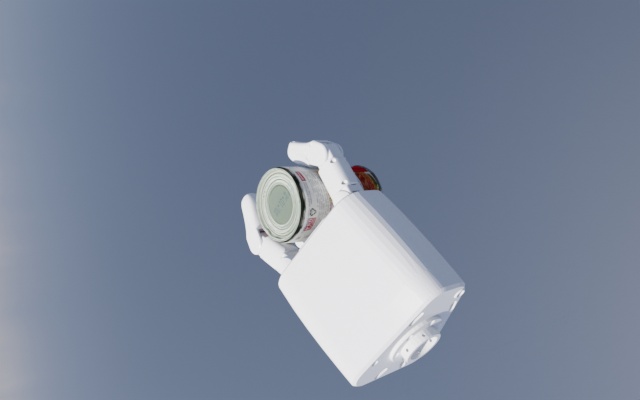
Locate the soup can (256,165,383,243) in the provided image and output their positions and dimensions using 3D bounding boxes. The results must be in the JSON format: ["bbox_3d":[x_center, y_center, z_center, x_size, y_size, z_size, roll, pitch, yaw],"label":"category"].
[{"bbox_3d":[0.000,0.001,0.446,0.102,0.068,0.068,-4,3,-42],"label":"soup can"}]
